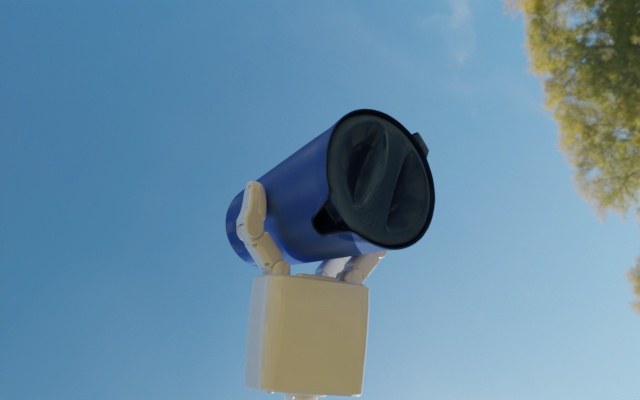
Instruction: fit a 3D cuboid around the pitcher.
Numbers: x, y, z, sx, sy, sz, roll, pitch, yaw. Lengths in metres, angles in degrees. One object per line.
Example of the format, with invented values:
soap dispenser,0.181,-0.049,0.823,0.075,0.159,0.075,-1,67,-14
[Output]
pitcher,0.000,0.002,0.527,0.149,0.145,0.243,15,-22,-32
